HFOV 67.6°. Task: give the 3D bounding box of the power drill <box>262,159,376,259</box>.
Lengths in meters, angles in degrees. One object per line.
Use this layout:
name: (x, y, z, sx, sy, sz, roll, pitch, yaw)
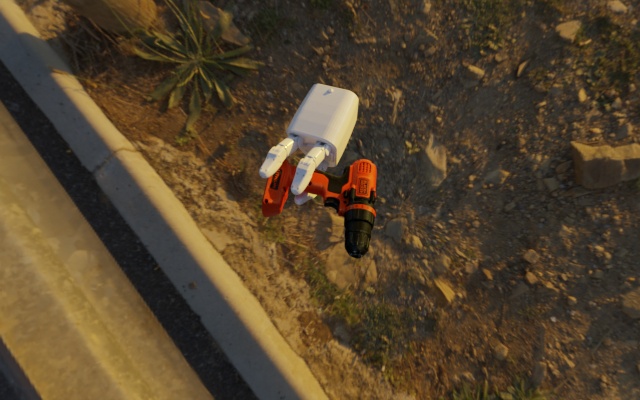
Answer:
power drill: (0.000, 0.002, 0.800, 0.187, 0.184, 0.057, 9, -34, -1)
